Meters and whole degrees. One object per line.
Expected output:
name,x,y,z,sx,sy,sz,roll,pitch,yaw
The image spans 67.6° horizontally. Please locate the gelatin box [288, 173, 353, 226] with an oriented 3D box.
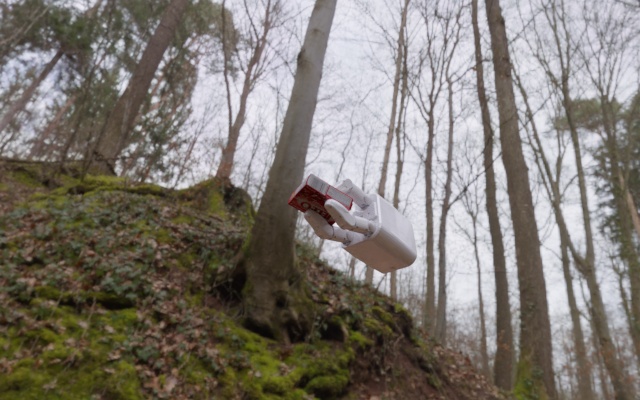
gelatin box,0.000,0.002,0.812,0.089,0.030,0.073,31,-38,-12
